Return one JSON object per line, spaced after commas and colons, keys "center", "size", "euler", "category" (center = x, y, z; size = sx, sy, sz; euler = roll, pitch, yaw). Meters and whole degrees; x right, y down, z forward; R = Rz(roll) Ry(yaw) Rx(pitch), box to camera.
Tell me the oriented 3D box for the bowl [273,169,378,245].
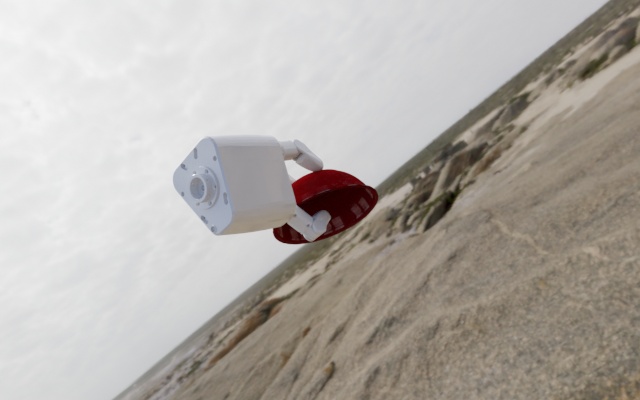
{"center": [0.001, 0.002, 0.699], "size": [0.162, 0.055, 0.162], "euler": [-18, -26, -9], "category": "bowl"}
